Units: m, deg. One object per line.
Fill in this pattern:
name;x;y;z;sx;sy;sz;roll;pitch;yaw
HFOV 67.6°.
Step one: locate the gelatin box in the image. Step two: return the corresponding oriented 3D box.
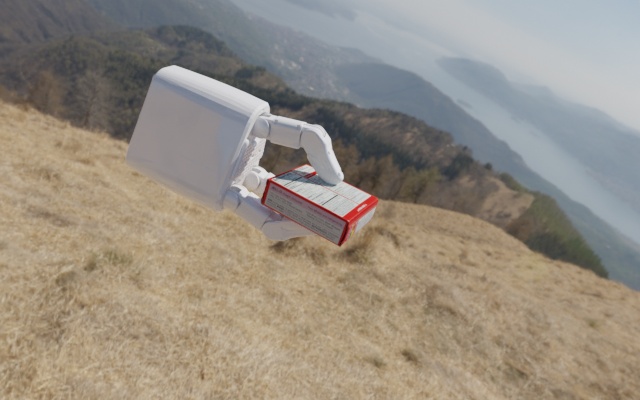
gelatin box;0.000;0.001;0.452;0.089;0.030;0.073;27;26;18
